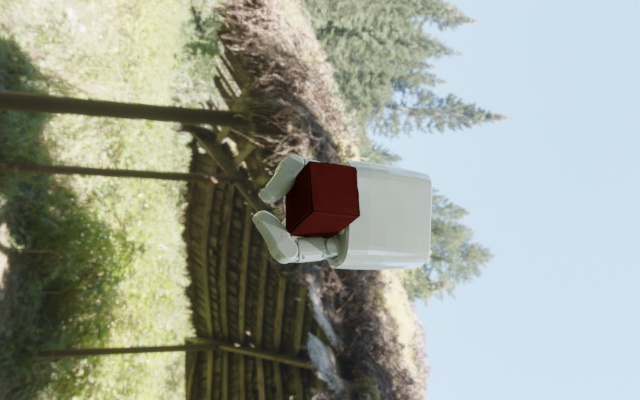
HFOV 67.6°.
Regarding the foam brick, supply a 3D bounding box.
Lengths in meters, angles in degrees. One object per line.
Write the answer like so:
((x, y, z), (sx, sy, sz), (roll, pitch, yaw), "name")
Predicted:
((0.000, 0.002, 0.479), (0.051, 0.053, 0.078), (6, -23, -20), "foam brick")
